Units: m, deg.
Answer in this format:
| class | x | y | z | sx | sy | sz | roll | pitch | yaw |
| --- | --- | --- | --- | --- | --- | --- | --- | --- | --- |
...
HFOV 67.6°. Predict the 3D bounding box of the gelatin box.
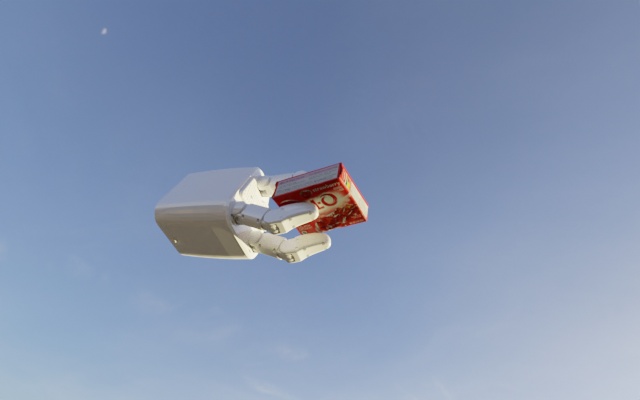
| class | x | y | z | sx | sy | sz | roll | pitch | yaw |
| --- | --- | --- | --- | --- | --- | --- | --- | --- | --- |
| gelatin box | 0.000 | 0.001 | 0.548 | 0.089 | 0.030 | 0.073 | -15 | -50 | 25 |
